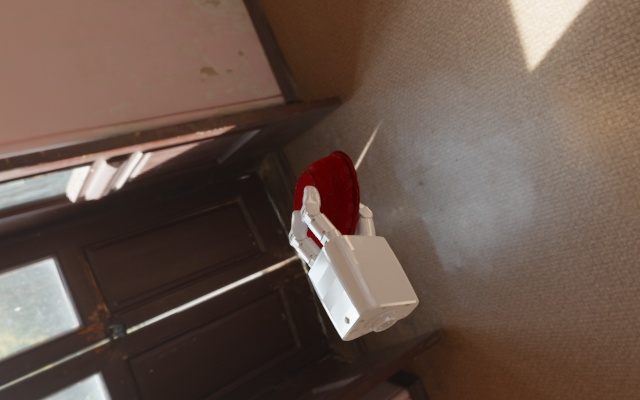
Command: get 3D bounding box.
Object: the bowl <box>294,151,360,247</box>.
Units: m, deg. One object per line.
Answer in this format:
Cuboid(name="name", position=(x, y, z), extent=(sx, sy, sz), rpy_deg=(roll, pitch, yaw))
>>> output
Cuboid(name="bowl", position=(-0.001, 0.002, 0.732), extent=(0.055, 0.162, 0.162), rpy_deg=(2, -1, -22))
